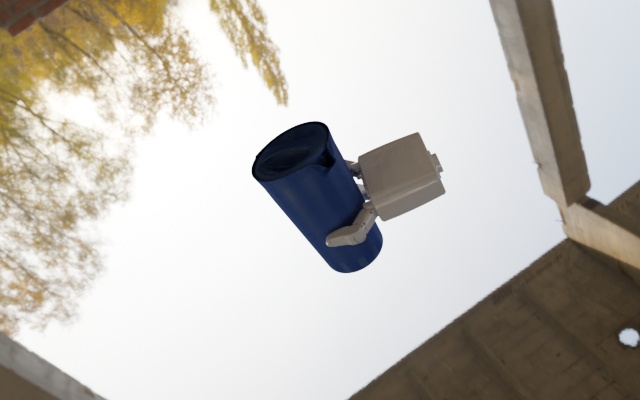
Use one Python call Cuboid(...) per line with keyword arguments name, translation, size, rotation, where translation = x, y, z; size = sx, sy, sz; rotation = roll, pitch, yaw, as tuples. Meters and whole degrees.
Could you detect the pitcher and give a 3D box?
Cuboid(name="pitcher", translation=(0.000, 0.002, 0.770), size=(0.145, 0.243, 0.149), rotation=(-24, 35, 13))
